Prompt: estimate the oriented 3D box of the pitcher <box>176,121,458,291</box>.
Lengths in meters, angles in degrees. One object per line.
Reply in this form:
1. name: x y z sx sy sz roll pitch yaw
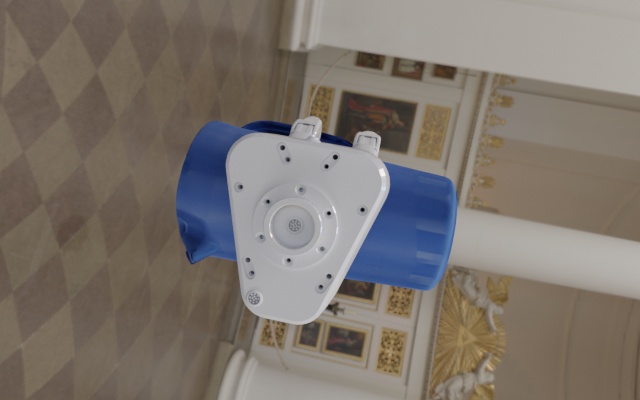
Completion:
1. pitcher: 0.000 0.002 0.463 0.243 0.149 0.145 11 3 6
